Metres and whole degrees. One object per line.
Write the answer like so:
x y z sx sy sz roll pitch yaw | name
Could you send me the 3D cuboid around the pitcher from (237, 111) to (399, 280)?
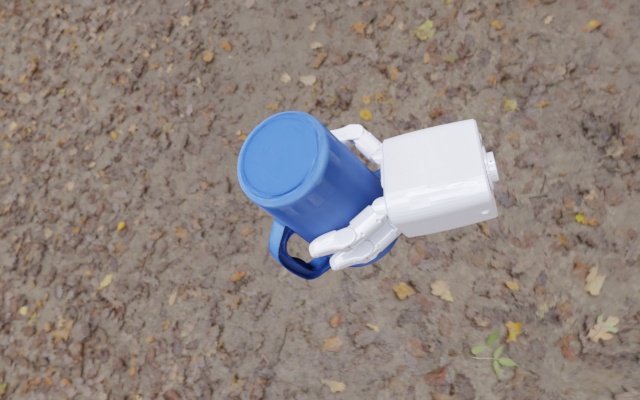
0.000 0.002 0.583 0.145 0.149 0.243 -12 -24 21 | pitcher
